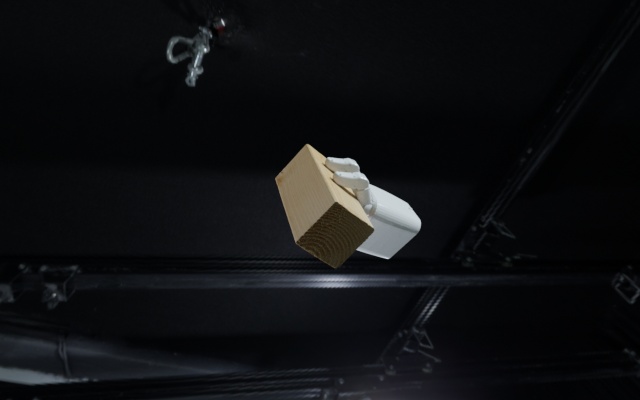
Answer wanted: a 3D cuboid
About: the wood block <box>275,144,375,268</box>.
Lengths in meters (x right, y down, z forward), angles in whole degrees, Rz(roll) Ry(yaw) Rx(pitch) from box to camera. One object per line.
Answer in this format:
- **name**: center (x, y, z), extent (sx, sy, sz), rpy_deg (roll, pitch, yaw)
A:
- **wood block**: center (0.000, 0.003, 0.792), extent (0.090, 0.091, 0.206), rpy_deg (35, 16, -29)
